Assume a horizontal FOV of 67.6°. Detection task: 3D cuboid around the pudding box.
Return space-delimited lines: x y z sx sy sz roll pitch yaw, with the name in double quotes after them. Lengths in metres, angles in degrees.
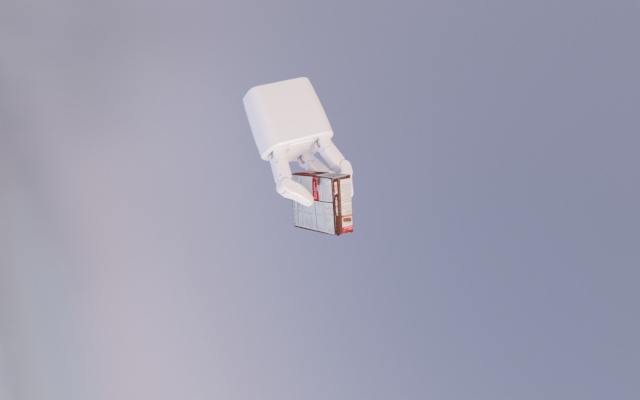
0.000 0.002 0.743 0.039 0.090 0.113 -12 13 -35 "pudding box"
